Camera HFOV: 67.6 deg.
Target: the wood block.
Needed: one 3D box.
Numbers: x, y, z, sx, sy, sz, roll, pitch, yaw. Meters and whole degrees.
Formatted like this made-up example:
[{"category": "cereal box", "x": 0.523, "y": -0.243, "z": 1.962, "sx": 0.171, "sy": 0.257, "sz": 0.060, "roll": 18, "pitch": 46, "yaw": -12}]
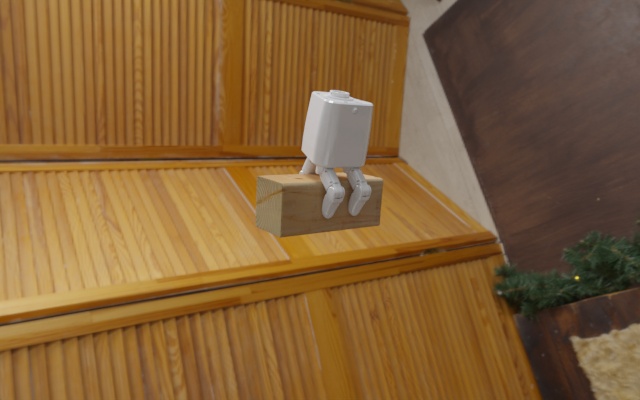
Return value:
[{"category": "wood block", "x": 0.000, "y": 0.002, "z": 0.833, "sx": 0.206, "sy": 0.090, "sz": 0.091, "roll": -4, "pitch": 13, "yaw": -34}]
